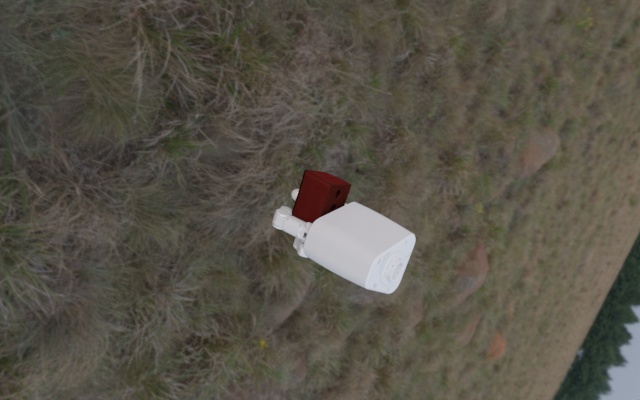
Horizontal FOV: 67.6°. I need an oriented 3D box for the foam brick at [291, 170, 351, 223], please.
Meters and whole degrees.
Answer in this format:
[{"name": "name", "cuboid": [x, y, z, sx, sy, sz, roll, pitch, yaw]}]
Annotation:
[{"name": "foam brick", "cuboid": [0.000, 0.002, 0.678, 0.051, 0.078, 0.053, 27, 17, 33]}]
